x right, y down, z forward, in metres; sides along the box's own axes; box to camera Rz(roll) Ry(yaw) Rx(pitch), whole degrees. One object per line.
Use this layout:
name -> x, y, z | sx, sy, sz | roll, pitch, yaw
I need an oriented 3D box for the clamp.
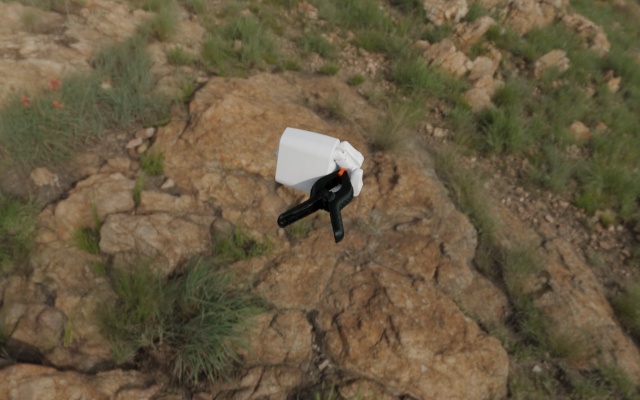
clamp -> 0.000, 0.002, 0.848 | 0.120, 0.039, 0.171 | 12, 43, 11
